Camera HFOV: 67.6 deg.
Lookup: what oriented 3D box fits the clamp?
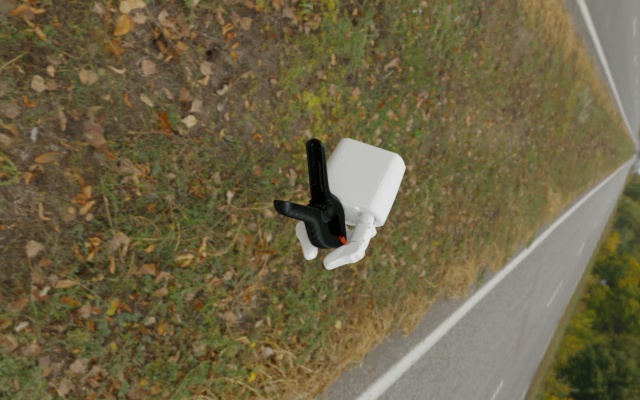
[{"bbox_3d":[0.001,0.002,0.655,0.039,0.120,0.172,13,-25,31],"label":"clamp"}]
